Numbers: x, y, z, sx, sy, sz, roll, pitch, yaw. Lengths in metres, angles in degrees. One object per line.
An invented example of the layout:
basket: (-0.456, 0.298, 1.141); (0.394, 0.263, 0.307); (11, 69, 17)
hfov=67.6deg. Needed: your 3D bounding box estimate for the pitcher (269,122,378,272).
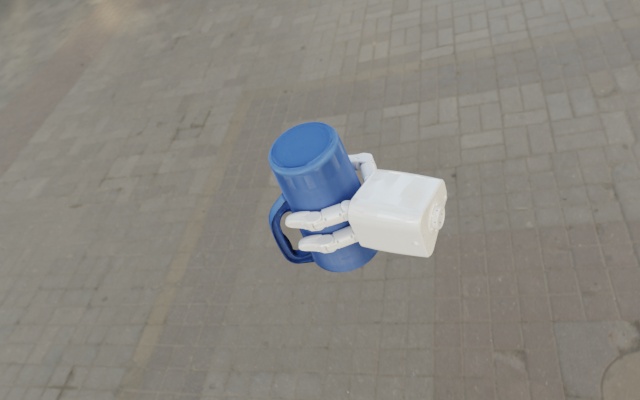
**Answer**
pitcher: (0.000, 0.002, 0.759); (0.145, 0.149, 0.243); (9, -35, 30)
